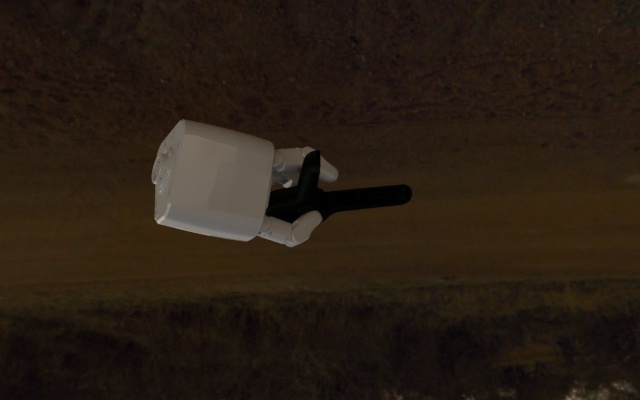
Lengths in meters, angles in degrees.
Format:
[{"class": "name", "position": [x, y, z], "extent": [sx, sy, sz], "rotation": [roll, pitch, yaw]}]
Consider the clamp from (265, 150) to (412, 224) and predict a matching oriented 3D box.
[{"class": "clamp", "position": [0.000, 0.003, 0.614], "extent": [0.164, 0.036, 0.210], "rotation": [15, -26, -32]}]
